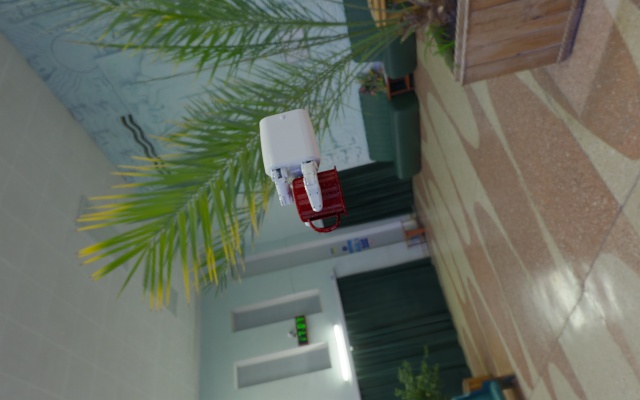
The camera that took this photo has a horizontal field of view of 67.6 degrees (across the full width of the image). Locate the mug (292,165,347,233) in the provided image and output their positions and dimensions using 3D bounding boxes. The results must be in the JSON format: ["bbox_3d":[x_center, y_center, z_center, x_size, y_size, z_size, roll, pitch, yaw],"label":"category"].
[{"bbox_3d":[0.000,0.004,0.842,0.081,0.117,0.093,-13,-24,4],"label":"mug"}]
